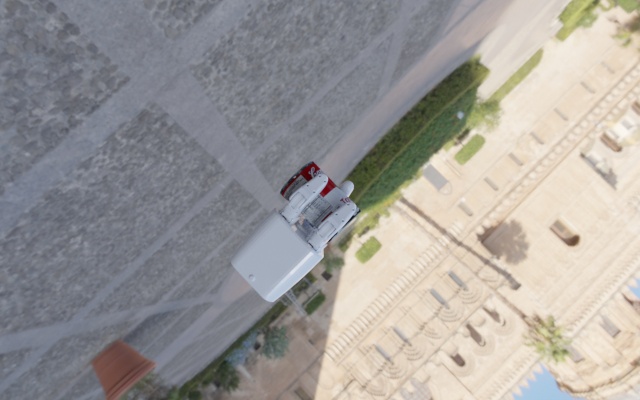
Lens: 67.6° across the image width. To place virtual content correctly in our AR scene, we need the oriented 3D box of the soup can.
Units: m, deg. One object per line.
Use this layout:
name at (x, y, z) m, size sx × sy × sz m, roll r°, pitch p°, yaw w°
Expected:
soup can at (0.001, 0.002, 0.690) m, size 0.068 × 0.102 × 0.068 m, roll -44°, pitch -5°, yaw -5°
